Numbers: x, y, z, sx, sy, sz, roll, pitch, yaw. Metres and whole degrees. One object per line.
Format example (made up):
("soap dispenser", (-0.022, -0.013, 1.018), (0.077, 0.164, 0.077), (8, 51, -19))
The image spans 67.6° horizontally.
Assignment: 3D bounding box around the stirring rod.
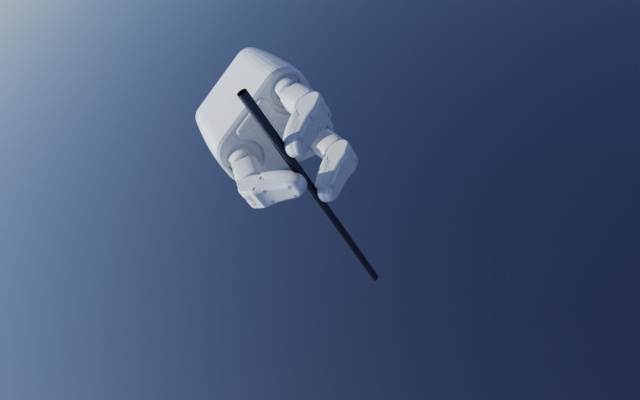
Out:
("stirring rod", (0.000, 0.001, 0.406), (0.011, 0.011, 0.240), (0, -39, 36))
